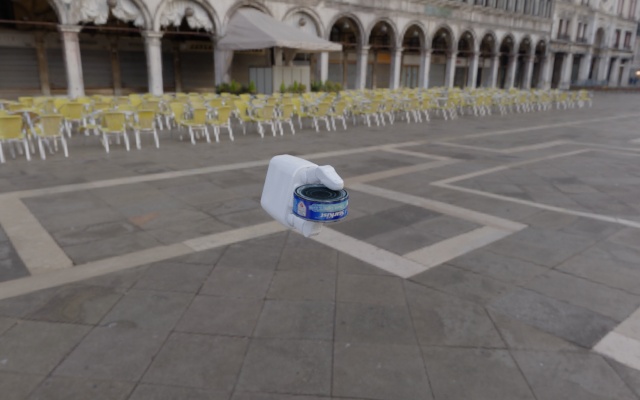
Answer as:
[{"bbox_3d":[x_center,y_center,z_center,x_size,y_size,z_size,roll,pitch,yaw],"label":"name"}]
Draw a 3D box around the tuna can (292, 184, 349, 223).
[{"bbox_3d":[0.000,0.002,0.726,0.086,0.034,0.086,3,20,-1],"label":"tuna can"}]
